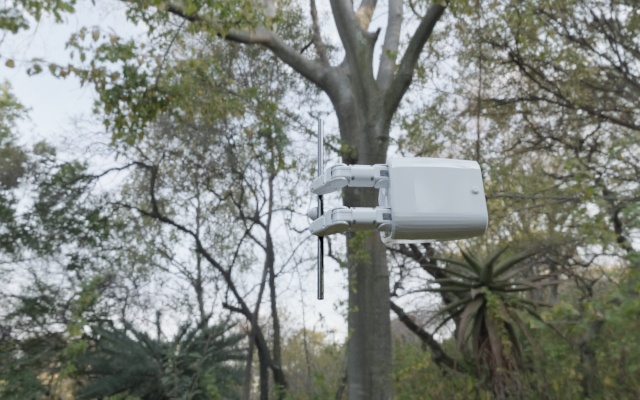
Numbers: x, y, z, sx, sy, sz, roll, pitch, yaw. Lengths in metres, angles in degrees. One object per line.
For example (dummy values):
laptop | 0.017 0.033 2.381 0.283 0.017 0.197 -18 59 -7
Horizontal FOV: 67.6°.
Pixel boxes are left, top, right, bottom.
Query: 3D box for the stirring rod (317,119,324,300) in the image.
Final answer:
stirring rod | 0.000 0.002 0.586 0.011 0.239 0.011 0 -25 0
